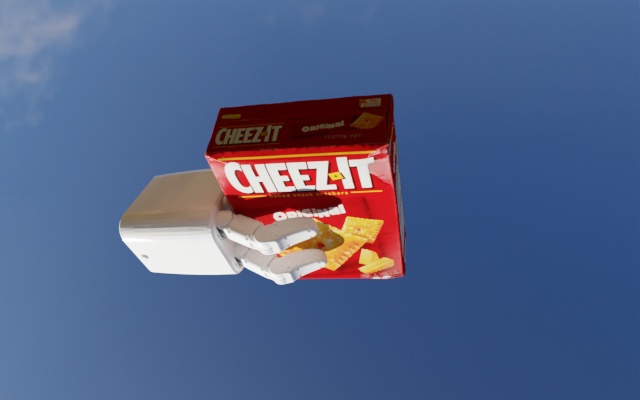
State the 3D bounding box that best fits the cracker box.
[{"bbox_3d":[0.000,0.002,0.491,0.164,0.072,0.214,-3,-39,12],"label":"cracker box"}]
